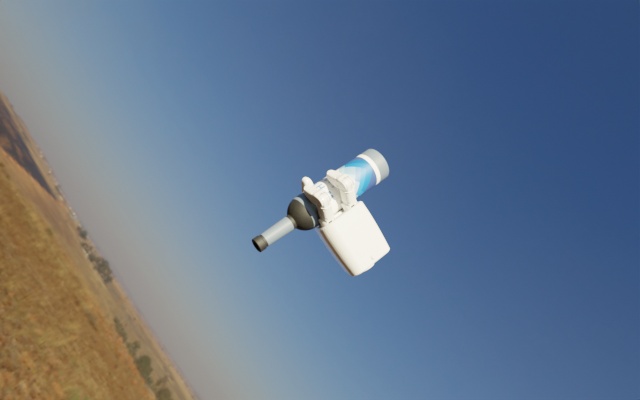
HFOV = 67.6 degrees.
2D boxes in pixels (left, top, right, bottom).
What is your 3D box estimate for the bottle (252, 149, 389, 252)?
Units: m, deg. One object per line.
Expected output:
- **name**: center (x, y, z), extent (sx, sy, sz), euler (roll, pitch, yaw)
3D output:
- **bottle**: center (0.000, 0.003, 0.885), extent (0.295, 0.069, 0.069), euler (-34, 15, -23)
